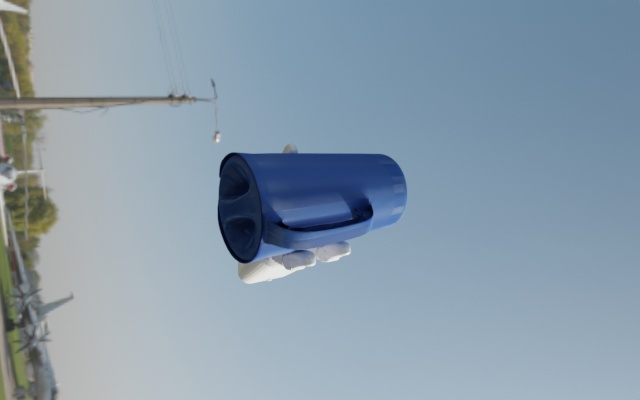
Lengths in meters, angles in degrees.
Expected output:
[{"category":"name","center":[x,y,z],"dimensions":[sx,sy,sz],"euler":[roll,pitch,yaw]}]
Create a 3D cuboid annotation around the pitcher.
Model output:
[{"category":"pitcher","center":[0.000,0.002,0.622],"dimensions":[0.243,0.149,0.145],"euler":[-7,-21,-33]}]
